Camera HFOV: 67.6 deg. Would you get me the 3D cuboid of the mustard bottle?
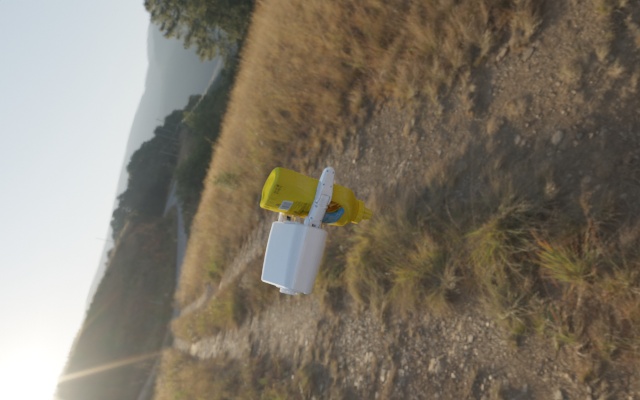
[{"bbox_3d":[0.000,0.002,0.818,0.191,0.058,0.096,16,-33,-16],"label":"mustard bottle"}]
